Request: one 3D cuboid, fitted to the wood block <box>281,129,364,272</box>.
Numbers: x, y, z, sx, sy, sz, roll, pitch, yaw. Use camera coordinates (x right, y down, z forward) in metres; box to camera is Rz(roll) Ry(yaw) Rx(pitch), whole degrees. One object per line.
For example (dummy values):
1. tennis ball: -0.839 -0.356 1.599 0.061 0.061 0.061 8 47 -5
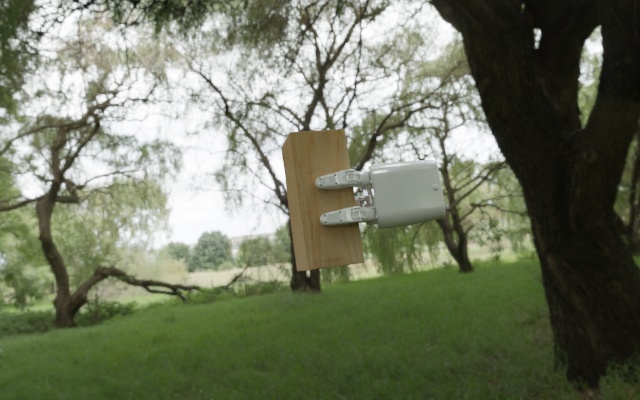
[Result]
1. wood block: 0.000 0.002 0.748 0.090 0.206 0.091 -6 -8 -14
